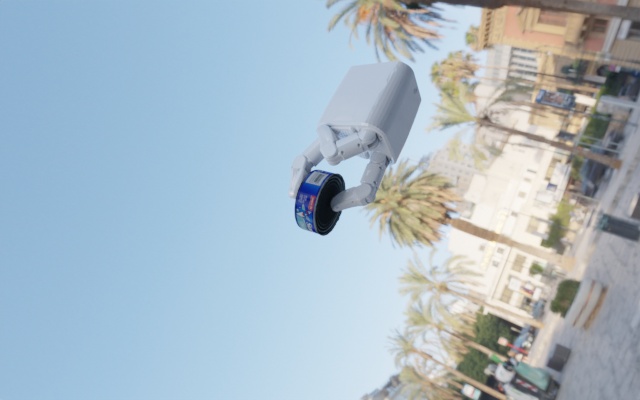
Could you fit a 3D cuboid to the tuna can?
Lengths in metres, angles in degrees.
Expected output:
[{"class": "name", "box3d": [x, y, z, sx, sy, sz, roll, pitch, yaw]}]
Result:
[{"class": "tuna can", "box3d": [0.000, 0.002, 0.642, 0.033, 0.086, 0.086, 15, 7, 25]}]
